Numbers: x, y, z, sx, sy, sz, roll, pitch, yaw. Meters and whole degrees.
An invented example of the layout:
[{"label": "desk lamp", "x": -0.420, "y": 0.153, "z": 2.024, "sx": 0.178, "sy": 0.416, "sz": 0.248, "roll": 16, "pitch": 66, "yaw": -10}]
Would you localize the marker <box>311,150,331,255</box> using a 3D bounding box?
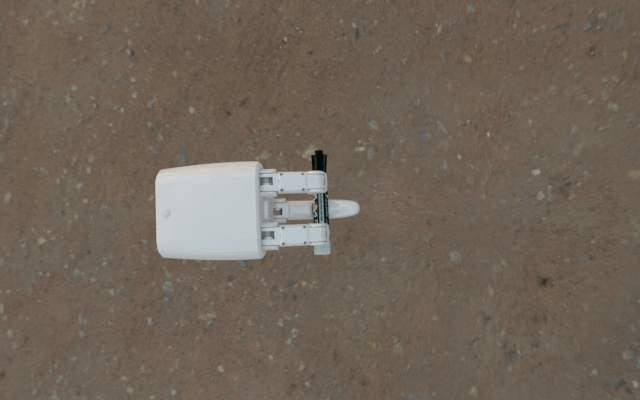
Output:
[{"label": "marker", "x": 0.000, "y": 0.002, "z": 0.554, "sx": 0.020, "sy": 0.121, "sz": 0.020, "roll": -2, "pitch": -3, "yaw": 0}]
